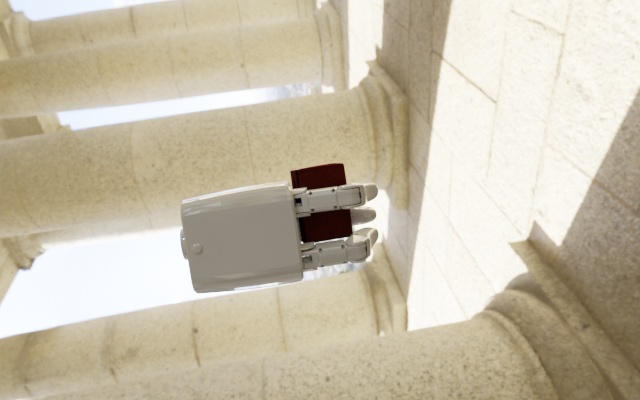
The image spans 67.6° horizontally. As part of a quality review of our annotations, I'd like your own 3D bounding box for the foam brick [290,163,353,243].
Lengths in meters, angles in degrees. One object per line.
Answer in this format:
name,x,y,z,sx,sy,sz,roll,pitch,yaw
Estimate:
foam brick,0.000,0.001,0.501,0.051,0.078,0.053,-8,4,-8
